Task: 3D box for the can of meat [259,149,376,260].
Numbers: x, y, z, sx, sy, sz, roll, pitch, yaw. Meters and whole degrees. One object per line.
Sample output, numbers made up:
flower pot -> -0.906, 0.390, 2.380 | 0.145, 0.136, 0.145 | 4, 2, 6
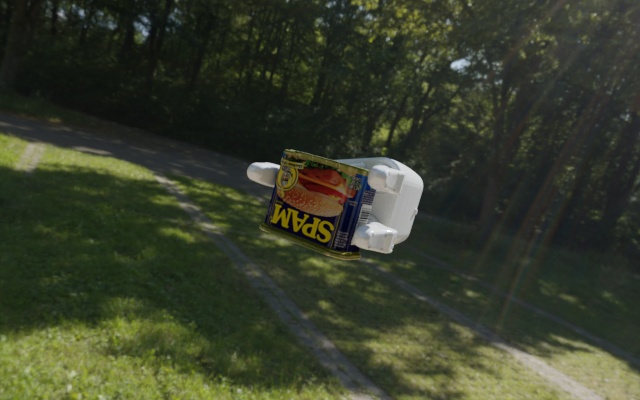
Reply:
can of meat -> 0.000, 0.001, 0.462 | 0.102, 0.084, 0.057 | 18, 5, 30
